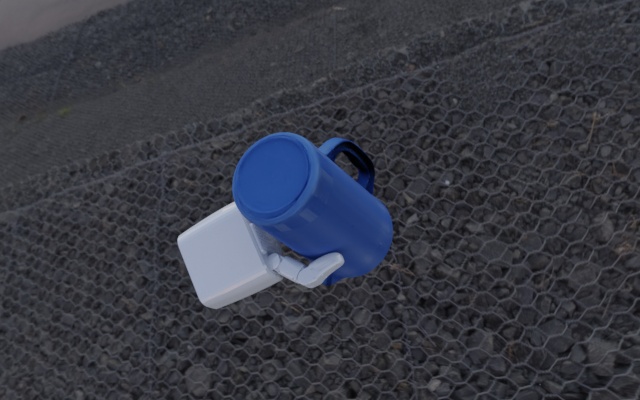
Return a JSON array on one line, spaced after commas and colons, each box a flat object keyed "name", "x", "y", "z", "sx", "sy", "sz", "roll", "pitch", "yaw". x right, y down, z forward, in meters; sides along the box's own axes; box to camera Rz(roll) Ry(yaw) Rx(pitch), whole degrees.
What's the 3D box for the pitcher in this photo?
[{"name": "pitcher", "x": 0.000, "y": 0.002, "z": 0.610, "sx": 0.145, "sy": 0.149, "sz": 0.243, "roll": -27, "pitch": -28, "yaw": 13}]
